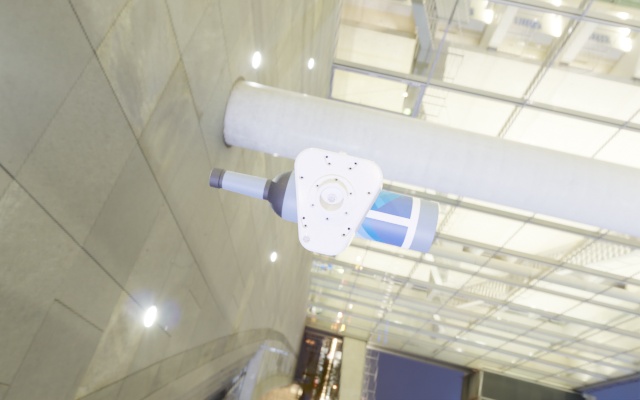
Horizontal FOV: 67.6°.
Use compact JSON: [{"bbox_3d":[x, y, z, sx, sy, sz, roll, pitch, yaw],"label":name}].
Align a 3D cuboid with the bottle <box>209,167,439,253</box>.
[{"bbox_3d":[0.000,0.002,0.623,0.296,0.069,0.069,13,1,4],"label":"bottle"}]
